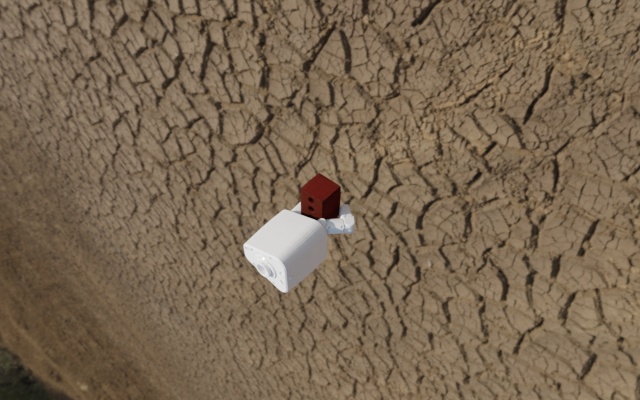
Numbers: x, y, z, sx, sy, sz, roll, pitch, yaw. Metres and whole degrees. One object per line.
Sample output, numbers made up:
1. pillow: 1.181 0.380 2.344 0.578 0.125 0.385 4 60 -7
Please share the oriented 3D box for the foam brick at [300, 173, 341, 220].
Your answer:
1. foam brick: 0.000 0.003 0.855 0.053 0.078 0.051 32 53 28
